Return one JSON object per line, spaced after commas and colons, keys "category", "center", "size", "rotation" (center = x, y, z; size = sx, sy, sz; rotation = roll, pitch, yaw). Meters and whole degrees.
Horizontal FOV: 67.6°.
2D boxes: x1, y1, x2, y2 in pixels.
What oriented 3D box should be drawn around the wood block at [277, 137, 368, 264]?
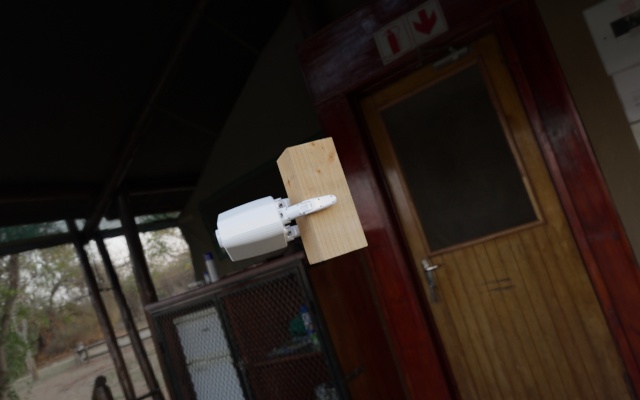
{"category": "wood block", "center": [0.000, 0.003, 0.873], "size": [0.090, 0.206, 0.091], "rotation": [-16, -6, -19]}
